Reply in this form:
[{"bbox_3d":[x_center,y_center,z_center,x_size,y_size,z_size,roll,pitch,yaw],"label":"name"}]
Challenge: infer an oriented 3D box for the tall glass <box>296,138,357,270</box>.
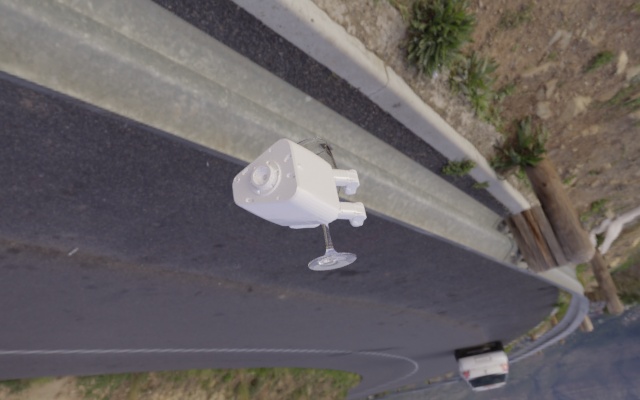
[{"bbox_3d":[0.000,0.003,0.751,0.079,0.201,0.079,-9,-23,-4],"label":"tall glass"}]
